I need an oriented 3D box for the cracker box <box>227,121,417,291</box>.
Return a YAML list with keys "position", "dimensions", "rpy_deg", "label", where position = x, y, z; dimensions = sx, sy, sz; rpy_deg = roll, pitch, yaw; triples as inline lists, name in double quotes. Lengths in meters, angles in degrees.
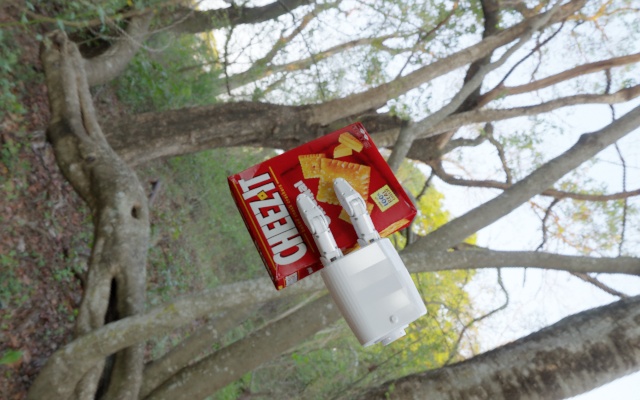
- position: [0.000, 0.002, 0.670]
  dimensions: [0.213, 0.164, 0.072]
  rpy_deg: [-24, -19, -13]
  label: "cracker box"
